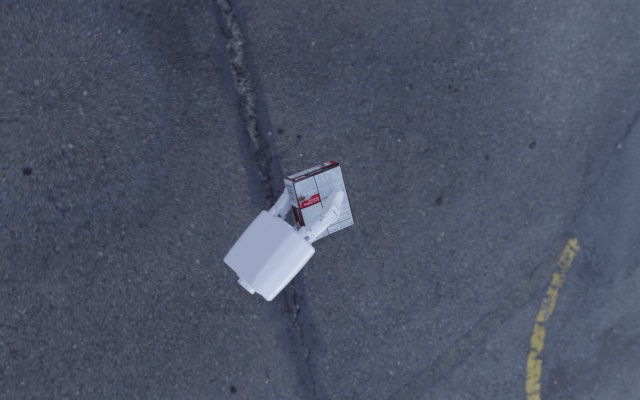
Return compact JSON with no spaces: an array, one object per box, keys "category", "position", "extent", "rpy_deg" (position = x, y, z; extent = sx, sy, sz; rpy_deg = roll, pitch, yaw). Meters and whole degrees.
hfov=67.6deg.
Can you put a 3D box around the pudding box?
[{"category":"pudding box","position":[0.000,0.003,0.780],"extent":[0.090,0.113,0.039],"rpy_deg":[-22,22,-21]}]
